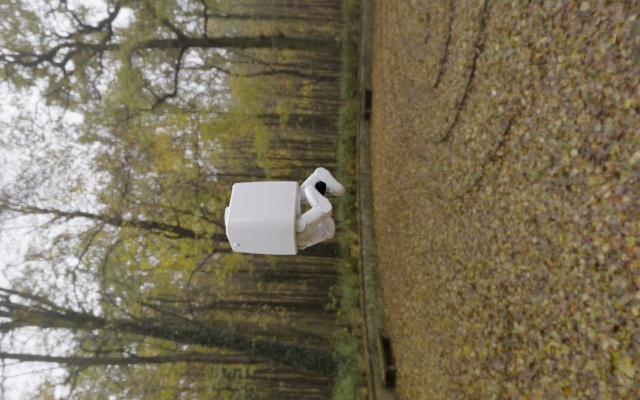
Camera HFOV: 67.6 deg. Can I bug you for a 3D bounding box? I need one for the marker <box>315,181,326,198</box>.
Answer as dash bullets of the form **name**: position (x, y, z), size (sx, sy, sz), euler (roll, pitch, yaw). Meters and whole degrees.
- **marker**: position (0.000, 0.003, 0.820), size (0.020, 0.020, 0.121), euler (0, -29, 0)
